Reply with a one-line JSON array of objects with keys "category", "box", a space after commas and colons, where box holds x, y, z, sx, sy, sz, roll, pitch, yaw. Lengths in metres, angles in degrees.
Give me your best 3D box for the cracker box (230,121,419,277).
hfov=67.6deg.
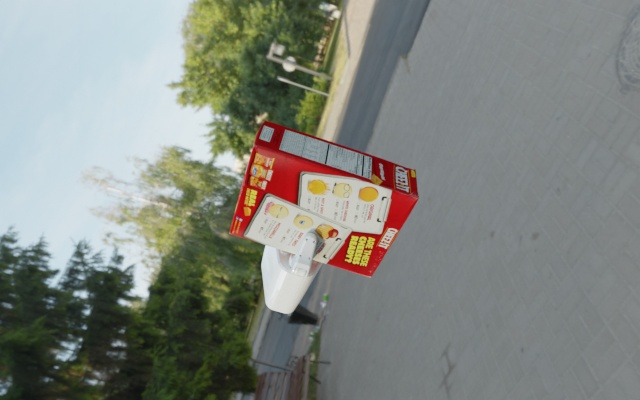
[{"category": "cracker box", "box": [0.000, 0.002, 0.647, 0.214, 0.164, 0.072, 17, 40, -7]}]
